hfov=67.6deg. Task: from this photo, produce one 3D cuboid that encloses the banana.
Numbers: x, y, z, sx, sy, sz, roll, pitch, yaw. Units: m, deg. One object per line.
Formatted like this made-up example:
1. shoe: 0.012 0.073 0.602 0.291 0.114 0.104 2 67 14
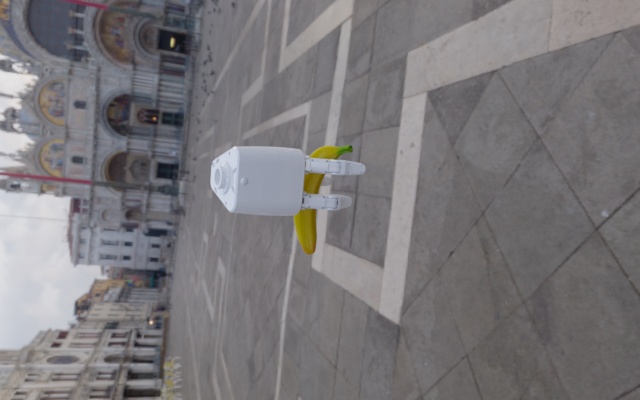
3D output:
1. banana: -0.011 -0.009 0.774 0.037 0.198 0.069 -5 31 -47
